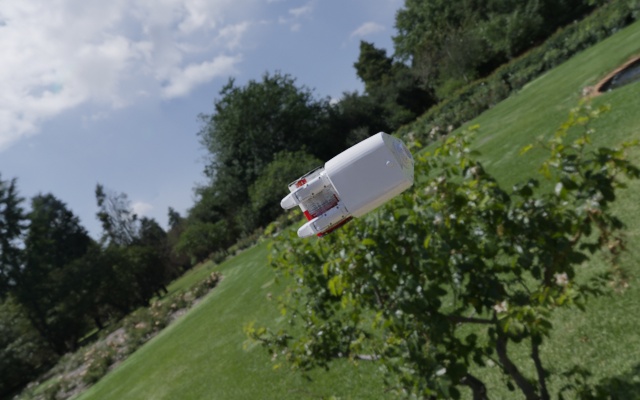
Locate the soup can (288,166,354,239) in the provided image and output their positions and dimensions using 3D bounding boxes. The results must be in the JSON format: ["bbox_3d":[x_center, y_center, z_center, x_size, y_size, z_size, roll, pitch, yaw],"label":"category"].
[{"bbox_3d":[0.000,0.003,0.792,0.068,0.102,0.068,-31,2,1],"label":"soup can"}]
